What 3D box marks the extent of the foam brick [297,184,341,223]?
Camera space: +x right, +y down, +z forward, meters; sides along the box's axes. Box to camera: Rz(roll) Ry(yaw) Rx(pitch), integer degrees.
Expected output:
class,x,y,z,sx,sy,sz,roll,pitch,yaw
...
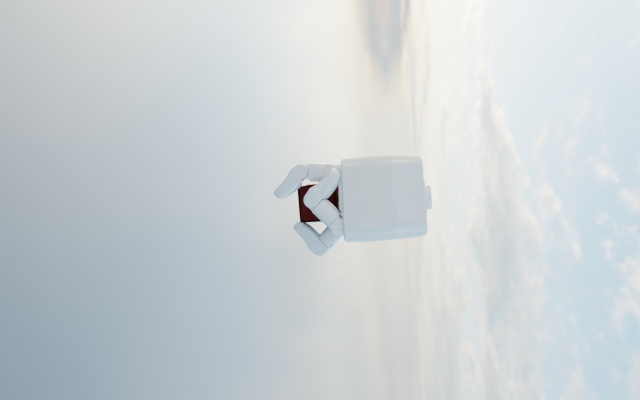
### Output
class,x,y,z,sx,sy,sz,roll,pitch,yaw
foam brick,0.000,0.002,0.688,0.051,0.053,0.078,-4,4,8
